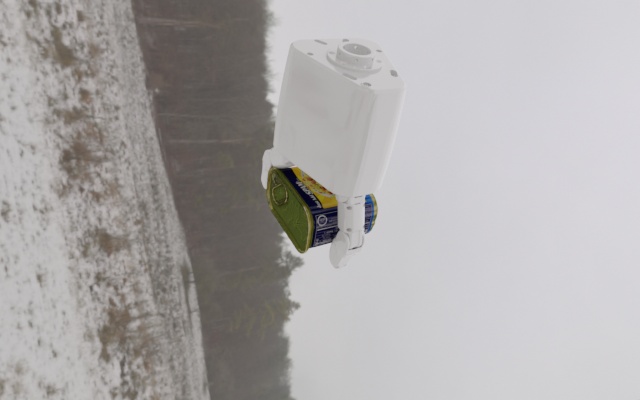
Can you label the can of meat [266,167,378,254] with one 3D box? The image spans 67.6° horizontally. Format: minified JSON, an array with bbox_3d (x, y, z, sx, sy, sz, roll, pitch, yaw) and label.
[{"bbox_3d":[0.000,0.002,0.515,0.084,0.057,0.102,-12,41,-26],"label":"can of meat"}]
